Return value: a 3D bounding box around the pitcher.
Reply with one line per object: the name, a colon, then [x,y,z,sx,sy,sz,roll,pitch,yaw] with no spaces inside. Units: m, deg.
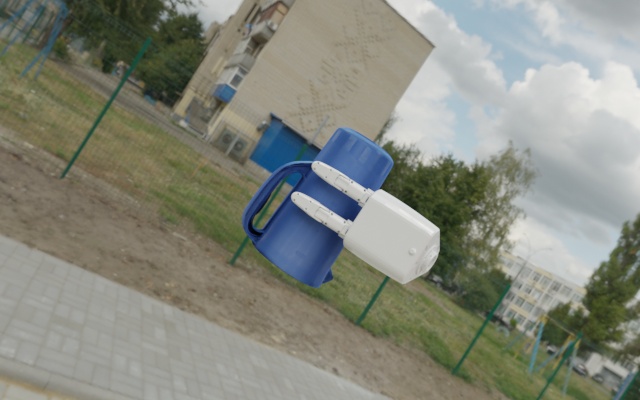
pitcher: [0.000,0.003,0.764,0.145,0.243,0.149,35,2,25]
